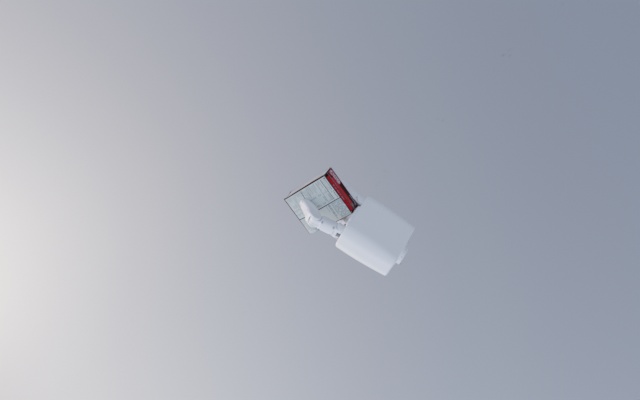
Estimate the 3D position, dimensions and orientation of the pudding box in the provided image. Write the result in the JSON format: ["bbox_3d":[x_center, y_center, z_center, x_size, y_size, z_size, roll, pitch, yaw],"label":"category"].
[{"bbox_3d":[0.000,0.003,0.892,0.113,0.090,0.039,-29,11,33],"label":"pudding box"}]
